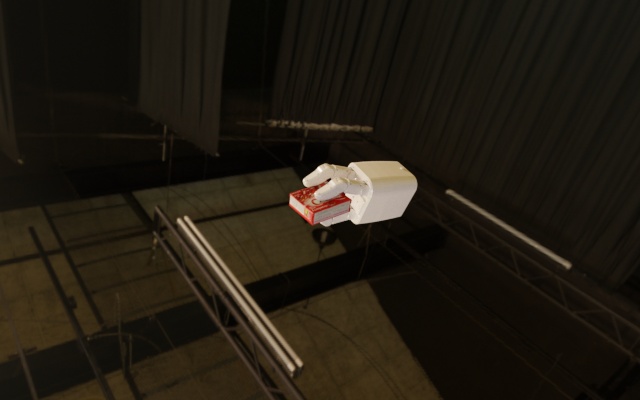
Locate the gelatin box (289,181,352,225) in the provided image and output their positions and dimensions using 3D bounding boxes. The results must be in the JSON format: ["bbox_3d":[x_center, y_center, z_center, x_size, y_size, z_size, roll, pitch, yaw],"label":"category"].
[{"bbox_3d":[0.000,0.003,0.862,0.089,0.030,0.073,-19,41,-32],"label":"gelatin box"}]
